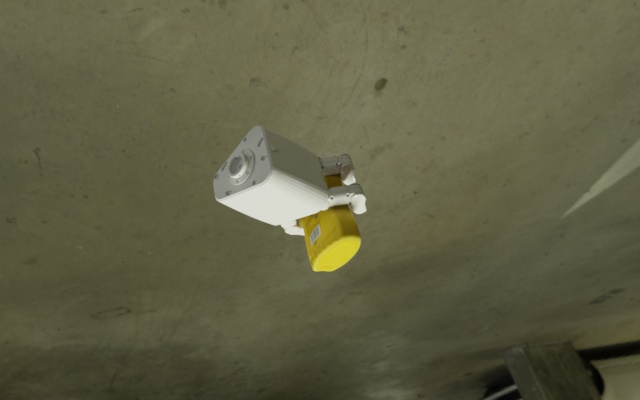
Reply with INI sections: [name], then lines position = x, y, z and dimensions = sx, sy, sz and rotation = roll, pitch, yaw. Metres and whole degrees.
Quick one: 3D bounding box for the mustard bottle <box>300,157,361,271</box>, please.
[mustard bottle]
position = 0.000, 0.003, 0.714
dimensions = 0.058, 0.191, 0.096
rotation = 4, -38, -28
